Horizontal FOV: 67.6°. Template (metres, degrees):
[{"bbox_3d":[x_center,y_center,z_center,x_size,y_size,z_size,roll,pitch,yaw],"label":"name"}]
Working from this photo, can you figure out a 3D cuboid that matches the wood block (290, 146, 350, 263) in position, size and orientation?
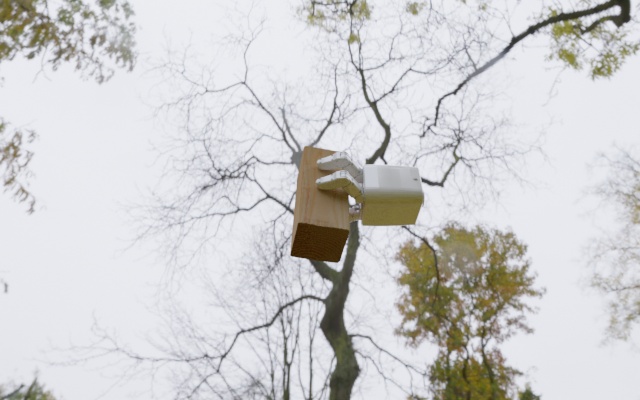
[{"bbox_3d":[0.000,0.003,0.879,0.090,0.091,0.206,9,43,-6],"label":"wood block"}]
